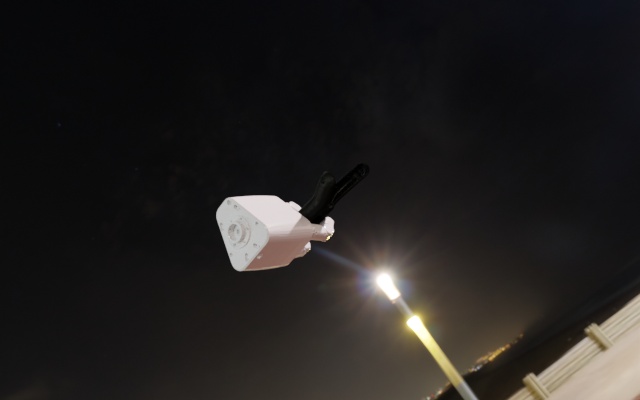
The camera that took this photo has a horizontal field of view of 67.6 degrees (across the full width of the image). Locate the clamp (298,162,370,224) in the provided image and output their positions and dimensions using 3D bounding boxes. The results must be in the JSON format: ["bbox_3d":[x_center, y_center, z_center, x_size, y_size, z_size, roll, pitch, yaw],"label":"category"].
[{"bbox_3d":[0.000,0.002,0.782,0.171,0.039,0.120,-49,-24,24],"label":"clamp"}]
